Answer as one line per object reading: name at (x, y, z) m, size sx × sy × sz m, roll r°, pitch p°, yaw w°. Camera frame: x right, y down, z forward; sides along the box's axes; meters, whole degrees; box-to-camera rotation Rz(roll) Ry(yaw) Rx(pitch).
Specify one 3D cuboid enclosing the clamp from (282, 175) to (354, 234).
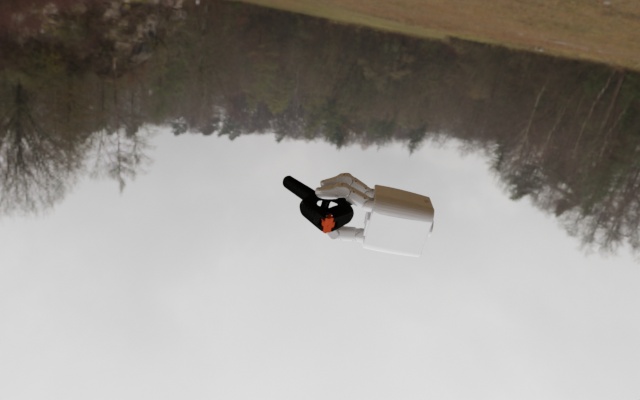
clamp at (0.000, 0.004, 0.855) m, size 0.164 × 0.036 × 0.210 m, roll 11°, pitch 19°, yaw 2°
